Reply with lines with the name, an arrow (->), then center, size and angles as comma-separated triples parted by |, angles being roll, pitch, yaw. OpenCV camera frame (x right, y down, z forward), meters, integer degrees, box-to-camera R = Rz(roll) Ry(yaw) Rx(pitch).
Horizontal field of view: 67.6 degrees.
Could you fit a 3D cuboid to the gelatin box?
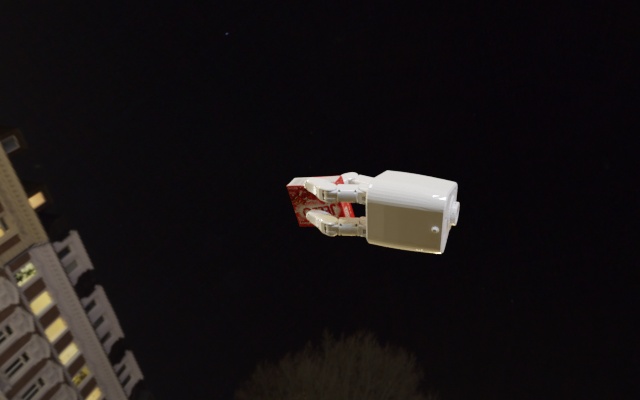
gelatin box -> 0.000, 0.002, 0.725 | 0.089, 0.073, 0.030 | -1, 29, 32
